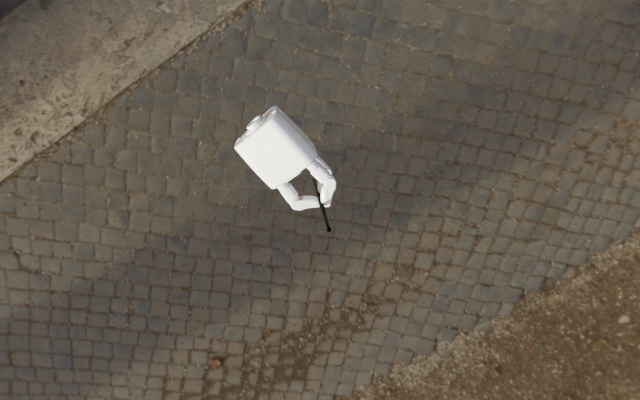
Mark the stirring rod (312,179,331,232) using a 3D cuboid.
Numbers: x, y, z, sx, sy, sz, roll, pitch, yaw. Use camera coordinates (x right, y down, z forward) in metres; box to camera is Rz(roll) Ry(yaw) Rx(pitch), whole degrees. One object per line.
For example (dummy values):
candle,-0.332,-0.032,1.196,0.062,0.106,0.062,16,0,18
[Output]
stirring rod,0.000,0.003,0.897,0.011,0.011,0.239,0,22,-7
